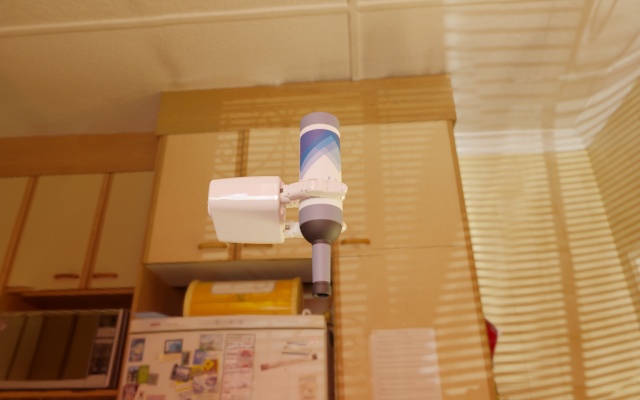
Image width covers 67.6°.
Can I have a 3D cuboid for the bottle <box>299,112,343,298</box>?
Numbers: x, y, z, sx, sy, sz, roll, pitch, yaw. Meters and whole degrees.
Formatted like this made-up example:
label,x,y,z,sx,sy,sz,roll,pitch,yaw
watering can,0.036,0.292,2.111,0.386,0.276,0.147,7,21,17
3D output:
label,x,y,z,sx,sy,sz,roll,pitch,yaw
bottle,0.000,0.002,0.739,0.069,0.295,0.069,-1,-26,0
